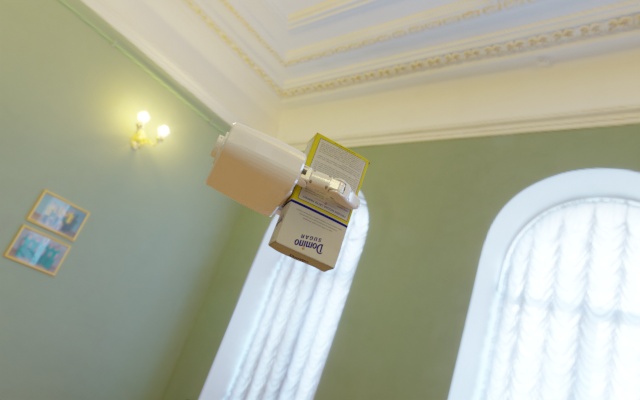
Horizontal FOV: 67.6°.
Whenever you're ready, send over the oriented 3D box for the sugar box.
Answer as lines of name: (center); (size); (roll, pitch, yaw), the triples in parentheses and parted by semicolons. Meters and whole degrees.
sugar box: (0.000, 0.002, 0.677); (0.093, 0.176, 0.048); (27, -22, -14)
